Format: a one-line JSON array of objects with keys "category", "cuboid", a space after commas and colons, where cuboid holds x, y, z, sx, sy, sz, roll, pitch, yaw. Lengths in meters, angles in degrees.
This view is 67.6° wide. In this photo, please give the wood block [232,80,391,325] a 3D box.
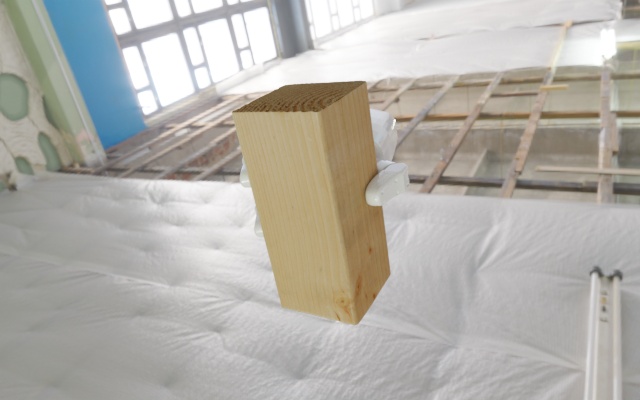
[{"category": "wood block", "cuboid": [0.001, 0.001, 0.452, 0.091, 0.206, 0.090, 5, 30, 31]}]
